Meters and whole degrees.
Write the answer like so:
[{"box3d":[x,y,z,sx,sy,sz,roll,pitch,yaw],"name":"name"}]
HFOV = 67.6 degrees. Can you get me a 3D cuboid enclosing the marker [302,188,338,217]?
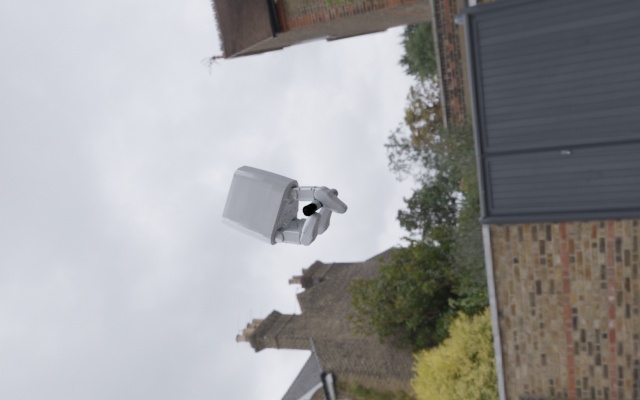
[{"box3d":[0.000,0.003,0.802,0.020,0.020,0.121,0,15,24],"name":"marker"}]
